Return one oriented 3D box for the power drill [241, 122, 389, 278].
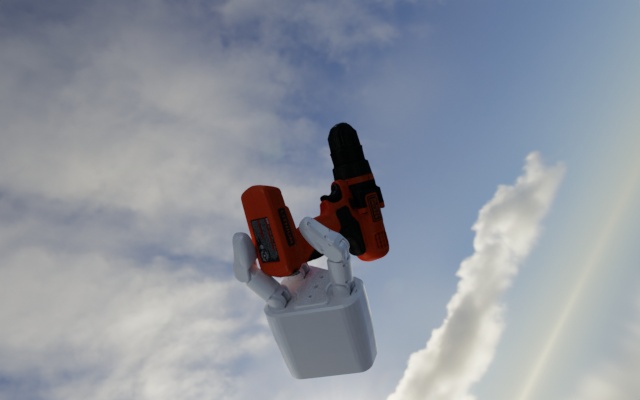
[{"bbox_3d":[0.000,0.002,0.578,0.187,0.184,0.057,-16,-1,-40],"label":"power drill"}]
